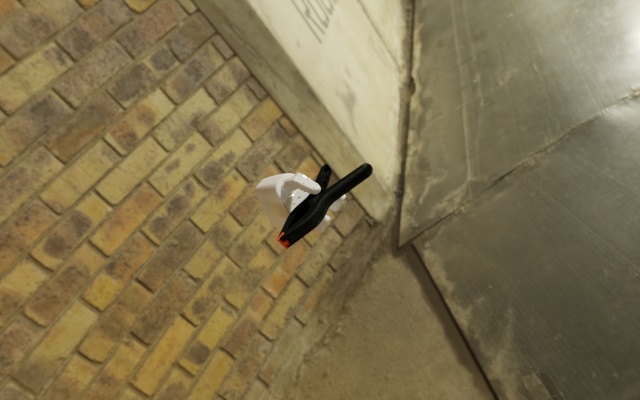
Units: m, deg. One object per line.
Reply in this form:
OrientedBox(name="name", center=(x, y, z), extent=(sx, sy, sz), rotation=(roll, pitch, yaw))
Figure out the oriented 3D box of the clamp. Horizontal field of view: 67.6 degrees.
OrientedBox(name="clamp", center=(-0.001, 0.003, 0.885), extent=(0.036, 0.210, 0.164), rotation=(47, -25, -22))
